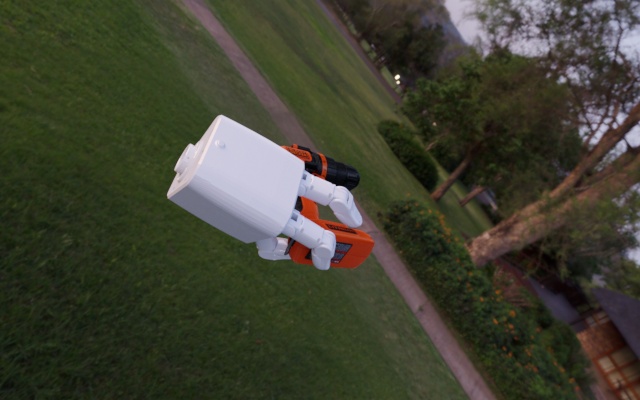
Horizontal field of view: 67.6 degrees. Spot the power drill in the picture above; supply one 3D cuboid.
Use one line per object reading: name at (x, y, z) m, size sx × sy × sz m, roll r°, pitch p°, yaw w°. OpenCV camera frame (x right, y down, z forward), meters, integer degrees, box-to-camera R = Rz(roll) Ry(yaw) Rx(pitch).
power drill at (0.000, 0.002, 0.631) m, size 0.184 × 0.057 × 0.187 m, roll 9°, pitch 37°, yaw -32°
